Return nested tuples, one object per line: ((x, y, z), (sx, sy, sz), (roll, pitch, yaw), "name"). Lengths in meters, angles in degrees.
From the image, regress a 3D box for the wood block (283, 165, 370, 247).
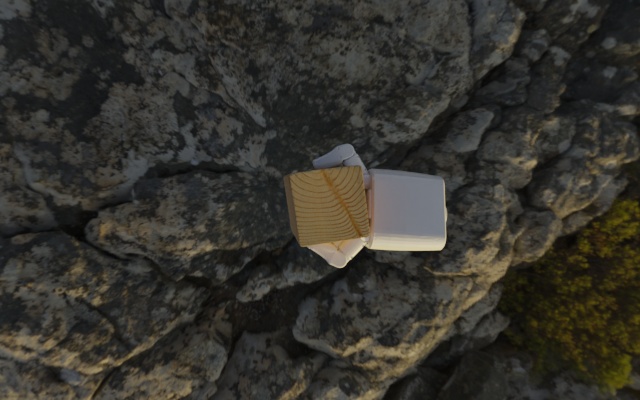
((0.000, 0.002, 0.673), (0.090, 0.091, 0.206), (-8, 3, -6), "wood block")
